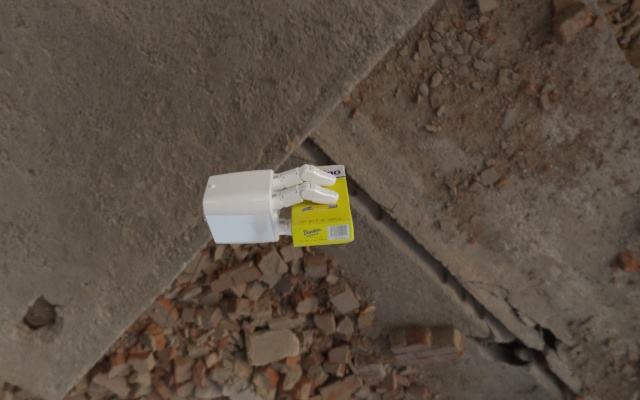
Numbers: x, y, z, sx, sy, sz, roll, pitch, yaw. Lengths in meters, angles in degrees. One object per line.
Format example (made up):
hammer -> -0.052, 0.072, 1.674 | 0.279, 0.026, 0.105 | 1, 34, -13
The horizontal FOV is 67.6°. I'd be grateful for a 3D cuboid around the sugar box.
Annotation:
sugar box -> 0.000, 0.002, 0.779 | 0.093, 0.048, 0.176 | -4, 35, 0
